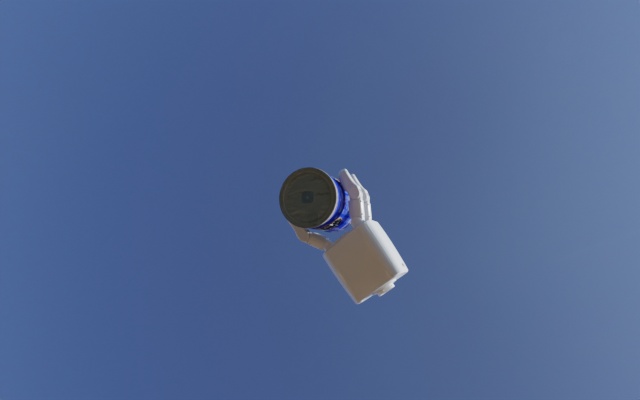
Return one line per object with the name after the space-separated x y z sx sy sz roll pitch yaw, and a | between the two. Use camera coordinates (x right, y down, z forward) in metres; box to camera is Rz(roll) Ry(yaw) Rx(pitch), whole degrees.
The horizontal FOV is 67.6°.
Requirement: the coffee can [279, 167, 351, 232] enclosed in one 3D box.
0.000 0.003 0.856 0.103 0.103 0.140 0 -6 19 | coffee can
